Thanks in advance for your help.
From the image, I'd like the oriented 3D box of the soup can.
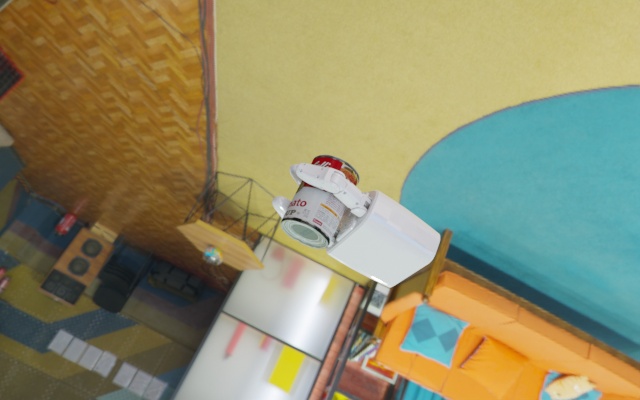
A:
[{"bbox_3d":[0.000,0.002,0.609,0.068,0.102,0.068,21,-27,11],"label":"soup can"}]
